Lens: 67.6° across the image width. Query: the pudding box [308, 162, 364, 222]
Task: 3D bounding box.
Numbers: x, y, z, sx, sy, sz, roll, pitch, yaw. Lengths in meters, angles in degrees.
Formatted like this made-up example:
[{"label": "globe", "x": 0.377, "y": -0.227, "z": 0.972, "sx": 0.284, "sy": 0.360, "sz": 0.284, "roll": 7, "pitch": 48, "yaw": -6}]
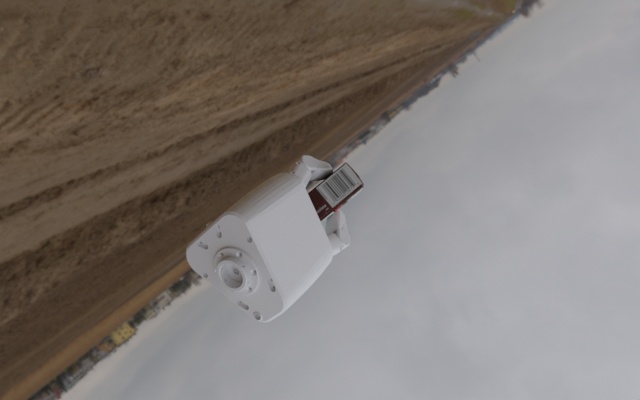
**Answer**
[{"label": "pudding box", "x": 0.000, "y": 0.002, "z": 0.594, "sx": 0.113, "sy": 0.039, "sz": 0.090, "roll": -38, "pitch": 1, "yaw": 4}]
